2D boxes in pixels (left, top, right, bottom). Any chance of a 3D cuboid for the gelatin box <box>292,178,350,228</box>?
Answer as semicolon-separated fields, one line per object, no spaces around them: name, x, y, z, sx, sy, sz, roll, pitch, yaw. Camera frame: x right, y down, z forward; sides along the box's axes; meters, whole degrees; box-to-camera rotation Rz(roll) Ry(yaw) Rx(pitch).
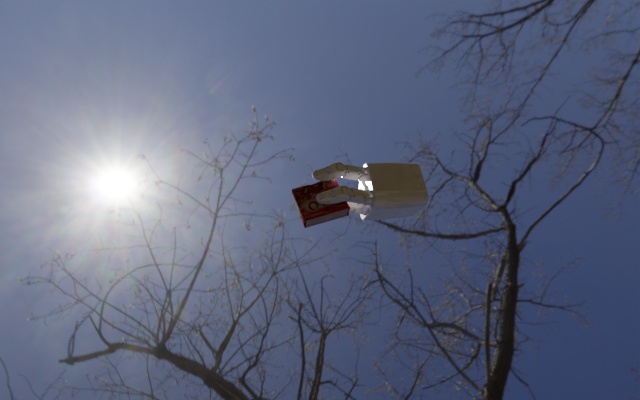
gelatin box;0.000;0.003;0.873;0.089;0.073;0.030;-16;-31;-13
